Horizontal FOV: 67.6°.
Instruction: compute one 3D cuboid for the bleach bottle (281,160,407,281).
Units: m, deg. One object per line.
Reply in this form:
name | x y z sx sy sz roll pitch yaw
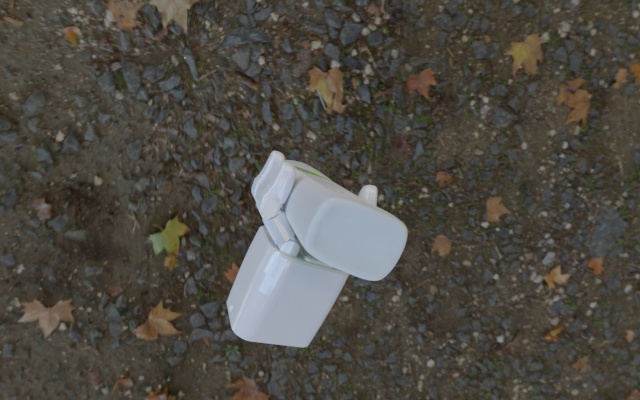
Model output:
bleach bottle | 0.000 0.002 0.549 0.102 0.068 0.250 24 8 -21
